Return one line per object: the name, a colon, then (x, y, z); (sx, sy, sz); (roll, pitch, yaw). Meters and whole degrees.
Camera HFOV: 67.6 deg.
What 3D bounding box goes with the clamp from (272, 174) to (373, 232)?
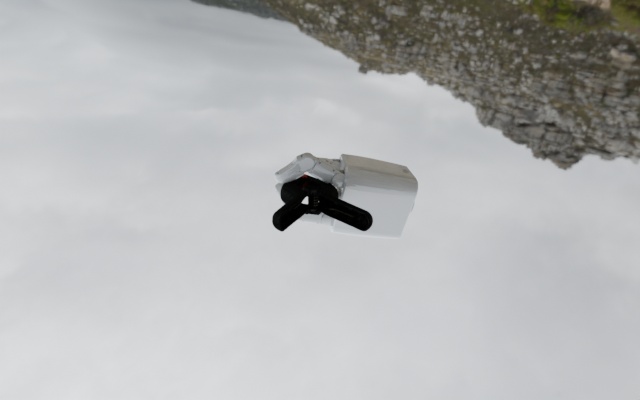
clamp: (0.000, 0.003, 0.626); (0.120, 0.039, 0.171); (9, 21, -6)
